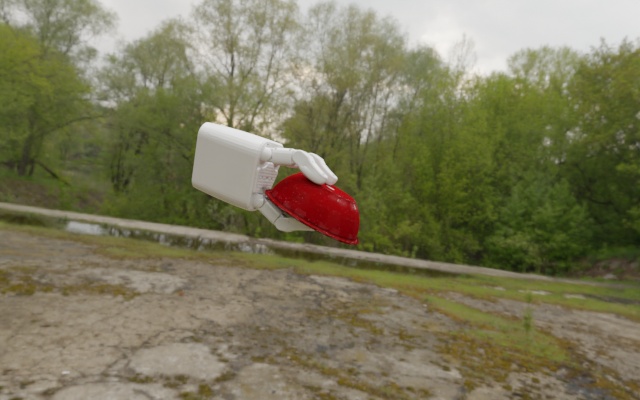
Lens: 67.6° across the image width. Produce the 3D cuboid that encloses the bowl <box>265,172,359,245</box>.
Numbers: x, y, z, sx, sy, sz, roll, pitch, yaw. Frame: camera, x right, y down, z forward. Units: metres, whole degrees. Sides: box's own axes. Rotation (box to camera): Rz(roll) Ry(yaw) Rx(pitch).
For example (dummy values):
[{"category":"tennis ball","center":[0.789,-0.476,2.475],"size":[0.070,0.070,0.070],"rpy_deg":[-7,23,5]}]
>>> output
[{"category":"bowl","center":[0.001,0.003,0.717],"size":[0.162,0.055,0.162],"rpy_deg":[29,8,-4]}]
